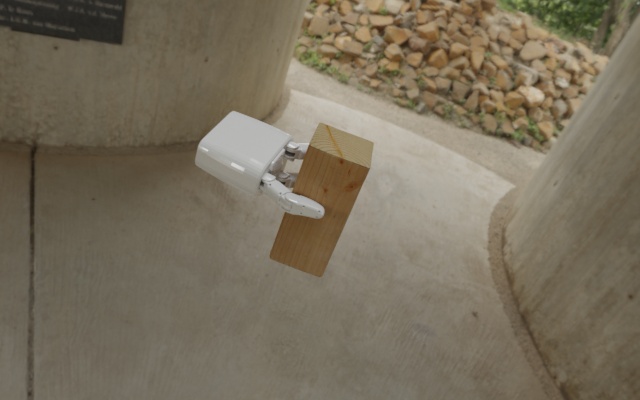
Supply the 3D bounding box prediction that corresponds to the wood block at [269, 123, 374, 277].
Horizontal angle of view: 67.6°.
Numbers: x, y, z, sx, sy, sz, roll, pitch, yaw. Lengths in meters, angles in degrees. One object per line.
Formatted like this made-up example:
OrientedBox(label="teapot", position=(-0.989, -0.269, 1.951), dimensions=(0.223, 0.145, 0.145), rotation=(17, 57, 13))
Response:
OrientedBox(label="wood block", position=(0.000, 0.002, 0.724), dimensions=(0.090, 0.206, 0.090), rotation=(21, 31, -1))
